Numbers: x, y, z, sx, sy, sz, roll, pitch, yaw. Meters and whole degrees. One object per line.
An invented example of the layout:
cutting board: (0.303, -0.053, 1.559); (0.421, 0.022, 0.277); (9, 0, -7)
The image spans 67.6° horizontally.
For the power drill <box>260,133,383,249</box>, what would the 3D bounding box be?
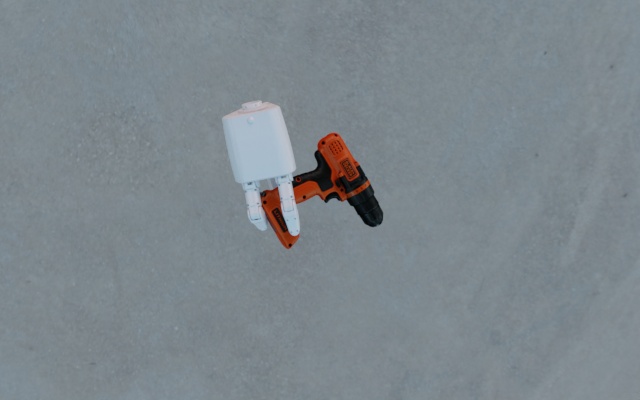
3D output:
power drill: (0.000, 0.003, 0.823); (0.187, 0.184, 0.057); (-33, 8, -13)
